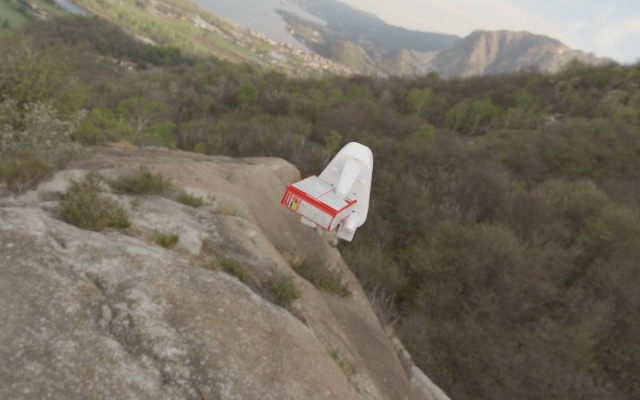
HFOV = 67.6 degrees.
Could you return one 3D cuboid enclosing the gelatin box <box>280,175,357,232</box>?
[{"bbox_3d":[0.000,0.002,0.624,0.073,0.030,0.089,30,20,13],"label":"gelatin box"}]
